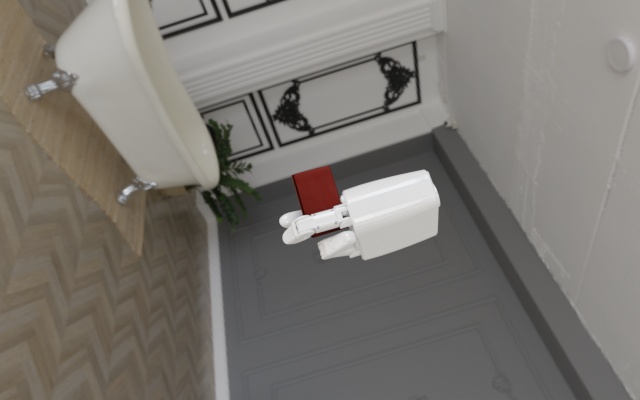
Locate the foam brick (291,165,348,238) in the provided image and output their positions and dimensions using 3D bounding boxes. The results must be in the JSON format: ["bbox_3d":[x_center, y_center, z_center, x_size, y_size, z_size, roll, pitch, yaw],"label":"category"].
[{"bbox_3d":[0.000,0.002,0.622,0.051,0.078,0.053,-18,-16,2],"label":"foam brick"}]
